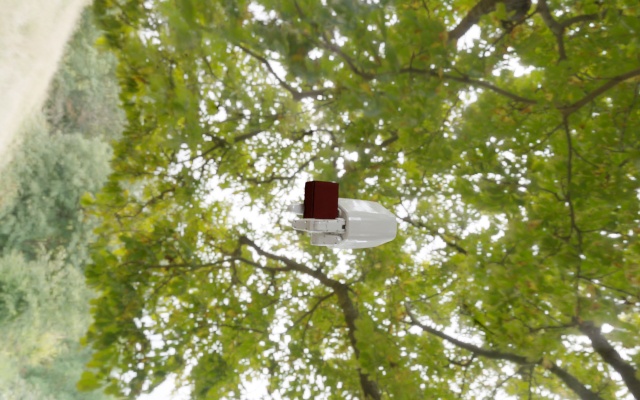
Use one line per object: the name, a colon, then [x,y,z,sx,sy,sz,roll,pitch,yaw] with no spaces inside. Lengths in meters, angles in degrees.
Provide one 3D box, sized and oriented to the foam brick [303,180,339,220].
foam brick: [0.000,0.003,0.891,0.051,0.078,0.053,2,0,-20]
